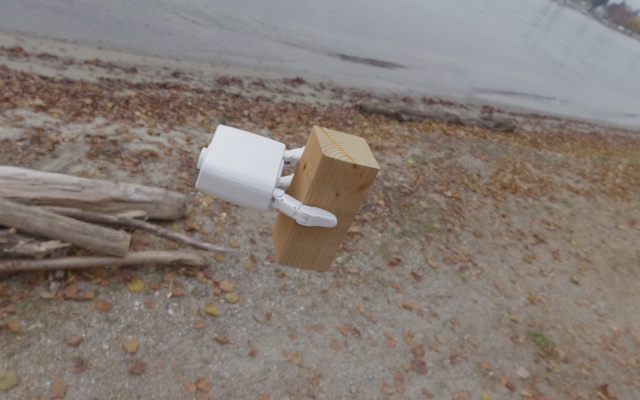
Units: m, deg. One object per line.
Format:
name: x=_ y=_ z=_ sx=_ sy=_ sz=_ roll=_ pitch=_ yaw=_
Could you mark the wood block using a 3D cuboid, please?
wood block: x=0.000 y=0.002 z=0.743 sx=0.090 sy=0.206 sz=0.090 roll=12 pitch=33 yaw=-20
